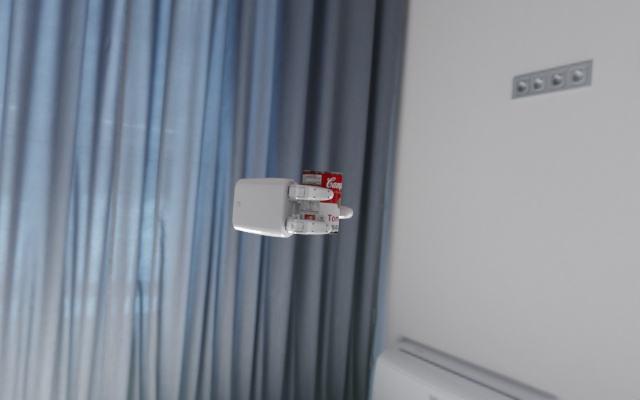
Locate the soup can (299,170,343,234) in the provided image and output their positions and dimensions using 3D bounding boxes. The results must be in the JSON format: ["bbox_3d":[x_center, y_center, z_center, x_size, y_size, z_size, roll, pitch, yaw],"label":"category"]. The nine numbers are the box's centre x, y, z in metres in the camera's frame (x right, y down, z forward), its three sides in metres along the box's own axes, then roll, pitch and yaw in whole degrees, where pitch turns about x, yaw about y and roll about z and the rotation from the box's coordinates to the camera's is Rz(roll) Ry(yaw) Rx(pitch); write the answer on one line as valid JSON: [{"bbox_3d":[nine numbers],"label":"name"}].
[{"bbox_3d":[0.001,0.003,0.806,0.068,0.102,0.068,4,-1,0],"label":"soup can"}]
